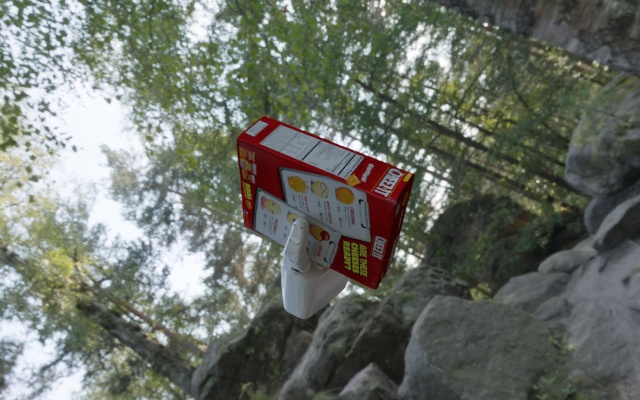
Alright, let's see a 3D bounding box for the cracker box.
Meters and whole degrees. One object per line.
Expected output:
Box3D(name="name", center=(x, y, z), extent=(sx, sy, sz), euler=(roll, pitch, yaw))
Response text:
Box3D(name="cracker box", center=(0.000, 0.002, 0.619), extent=(0.213, 0.164, 0.072), euler=(23, 48, 18))
